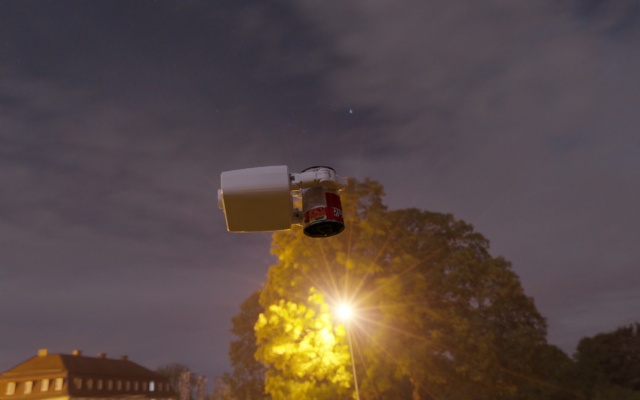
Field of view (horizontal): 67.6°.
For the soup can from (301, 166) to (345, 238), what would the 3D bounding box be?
[{"bbox_3d":[0.001,0.002,0.792,0.068,0.102,0.068,-6,-26,-3],"label":"soup can"}]
